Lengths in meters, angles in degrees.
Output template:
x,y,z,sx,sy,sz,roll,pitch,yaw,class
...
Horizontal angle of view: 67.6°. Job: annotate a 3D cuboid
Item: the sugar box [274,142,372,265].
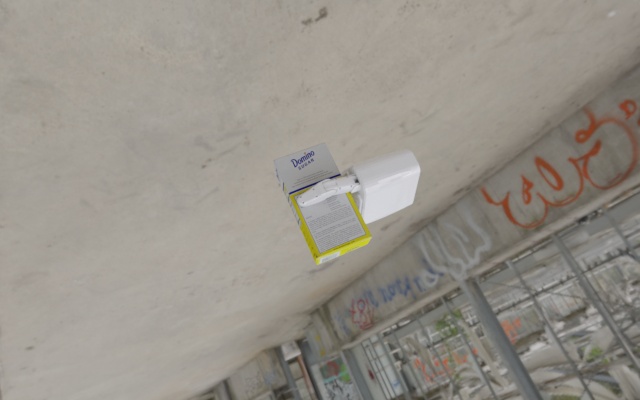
x,y,z,sx,sy,sz,roll,pitch,yaw,class
0.000,0.003,0.757,0.093,0.176,0.048,-20,-20,-13,sugar box
